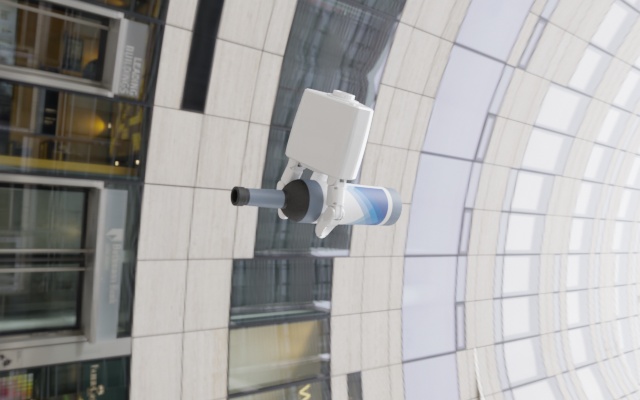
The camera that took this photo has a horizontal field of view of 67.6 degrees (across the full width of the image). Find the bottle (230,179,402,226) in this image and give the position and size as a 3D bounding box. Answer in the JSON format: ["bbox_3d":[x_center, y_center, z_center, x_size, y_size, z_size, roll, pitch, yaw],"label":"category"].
[{"bbox_3d":[0.000,0.003,0.743,0.296,0.069,0.069,4,-3,-36],"label":"bottle"}]
